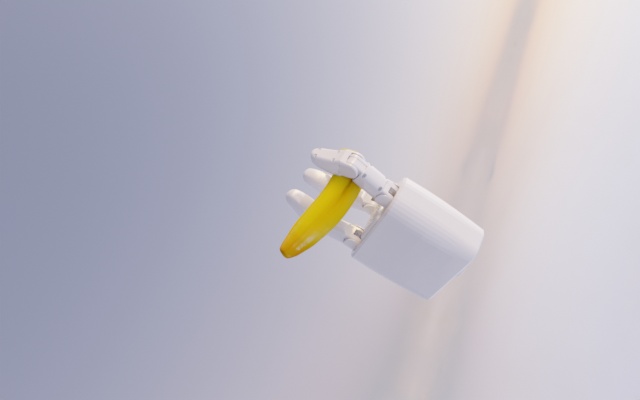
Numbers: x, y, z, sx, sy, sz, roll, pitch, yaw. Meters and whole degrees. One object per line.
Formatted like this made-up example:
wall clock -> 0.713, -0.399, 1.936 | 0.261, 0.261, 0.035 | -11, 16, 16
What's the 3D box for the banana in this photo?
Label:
banana -> 0.014, -0.008, 0.534 | 0.070, 0.037, 0.197 | -31, 20, 34
